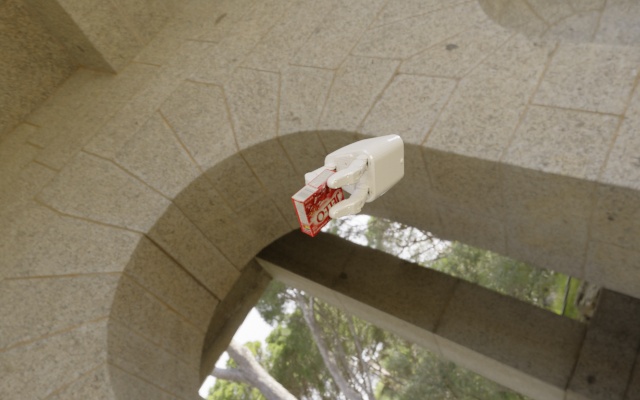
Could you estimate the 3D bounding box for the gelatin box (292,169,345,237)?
[{"bbox_3d":[0.000,0.003,0.774,0.030,0.073,0.089,21,49,38],"label":"gelatin box"}]
